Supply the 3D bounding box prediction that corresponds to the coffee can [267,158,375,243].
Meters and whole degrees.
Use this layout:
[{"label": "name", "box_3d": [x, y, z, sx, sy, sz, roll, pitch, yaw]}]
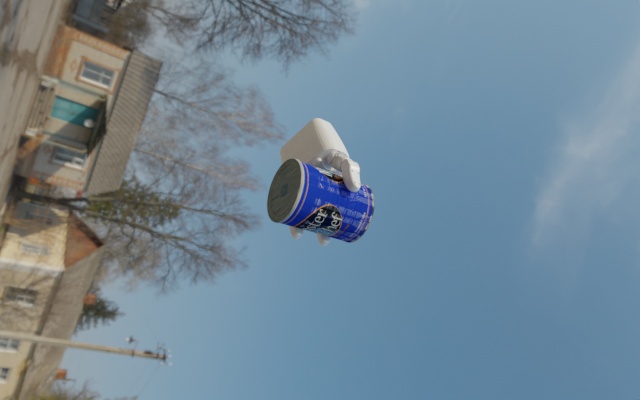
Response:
[{"label": "coffee can", "box_3d": [0.000, 0.003, 0.765, 0.140, 0.103, 0.103, 18, -9, -30]}]
